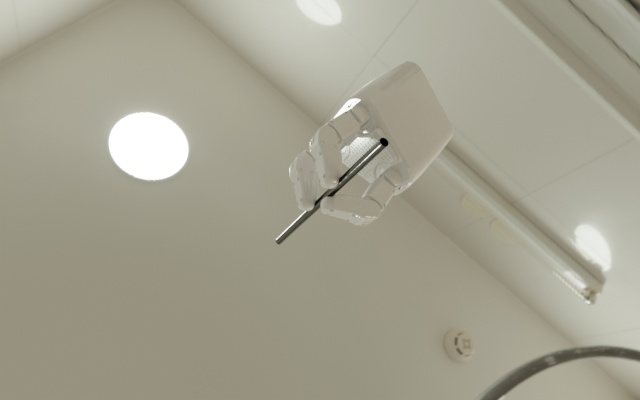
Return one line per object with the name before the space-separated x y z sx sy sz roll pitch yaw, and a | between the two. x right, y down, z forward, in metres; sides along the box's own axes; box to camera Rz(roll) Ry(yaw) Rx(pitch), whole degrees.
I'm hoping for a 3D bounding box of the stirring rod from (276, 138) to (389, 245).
stirring rod | 0.000 0.002 0.474 0.011 0.011 0.240 0 -23 -27
